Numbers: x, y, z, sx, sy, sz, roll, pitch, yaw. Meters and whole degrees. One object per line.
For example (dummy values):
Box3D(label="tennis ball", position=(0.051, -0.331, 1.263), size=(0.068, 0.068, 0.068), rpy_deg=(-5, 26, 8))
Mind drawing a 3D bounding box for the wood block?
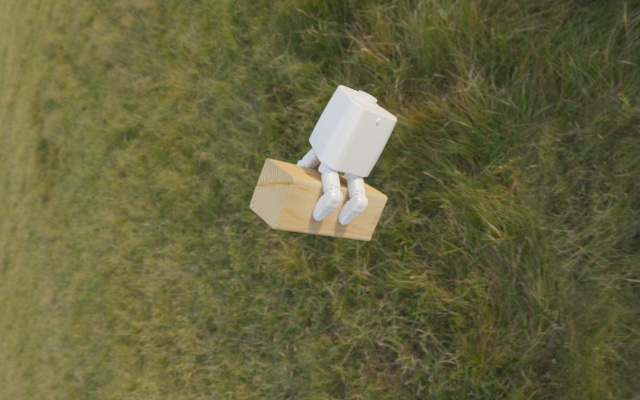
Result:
Box3D(label="wood block", position=(0.000, 0.002, 0.807), size=(0.206, 0.090, 0.090), rpy_deg=(11, 16, -39))
